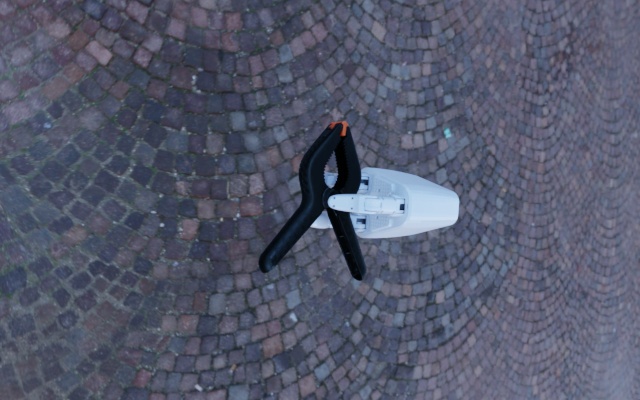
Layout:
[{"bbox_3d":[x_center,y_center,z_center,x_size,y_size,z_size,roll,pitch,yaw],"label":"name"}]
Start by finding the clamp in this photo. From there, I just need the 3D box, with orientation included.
[{"bbox_3d":[0.001,0.002,0.606,0.164,0.210,0.036,3,2,-38],"label":"clamp"}]
